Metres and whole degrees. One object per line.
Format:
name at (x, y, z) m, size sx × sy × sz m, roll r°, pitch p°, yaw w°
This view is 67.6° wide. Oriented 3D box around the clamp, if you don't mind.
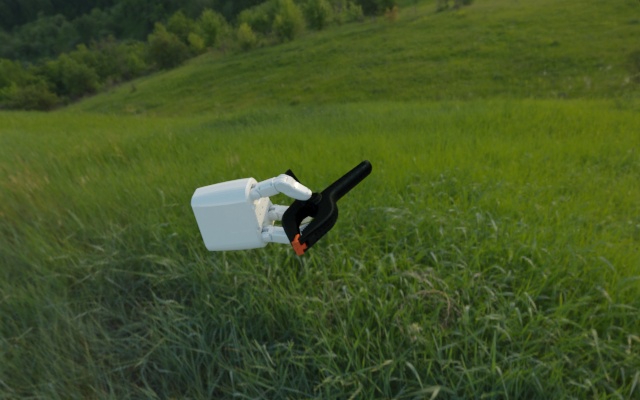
clamp at (0.000, 0.002, 0.783) m, size 0.164 × 0.036 × 0.209 m, roll -10°, pitch 37°, yaw 18°
